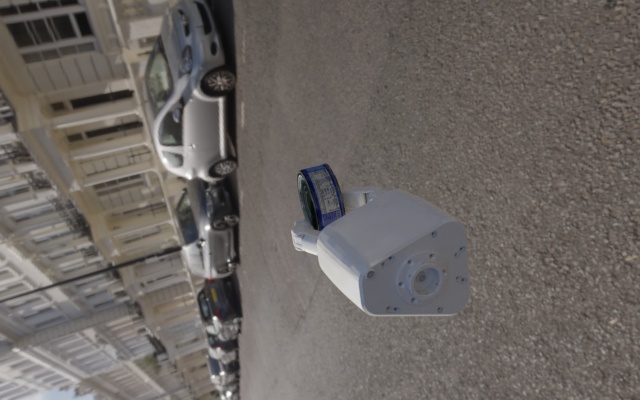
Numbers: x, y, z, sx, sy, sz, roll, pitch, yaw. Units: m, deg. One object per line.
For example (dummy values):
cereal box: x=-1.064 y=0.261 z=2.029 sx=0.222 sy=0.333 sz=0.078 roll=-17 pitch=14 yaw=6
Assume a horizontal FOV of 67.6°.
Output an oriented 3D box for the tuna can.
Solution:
tuna can: x=0.000 y=0.002 z=0.560 sx=0.034 sy=0.086 sz=0.086 roll=-15 pitch=3 yaw=-12
